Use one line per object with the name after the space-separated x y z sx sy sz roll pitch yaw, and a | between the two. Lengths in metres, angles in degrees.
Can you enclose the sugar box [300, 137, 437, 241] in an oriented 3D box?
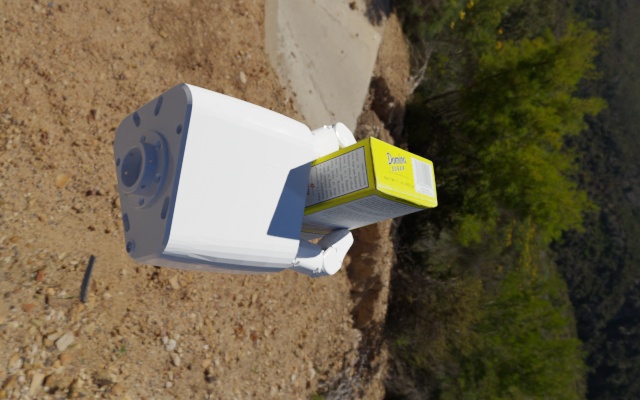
0.000 0.001 0.411 0.176 0.048 0.093 -15 -18 38 | sugar box
